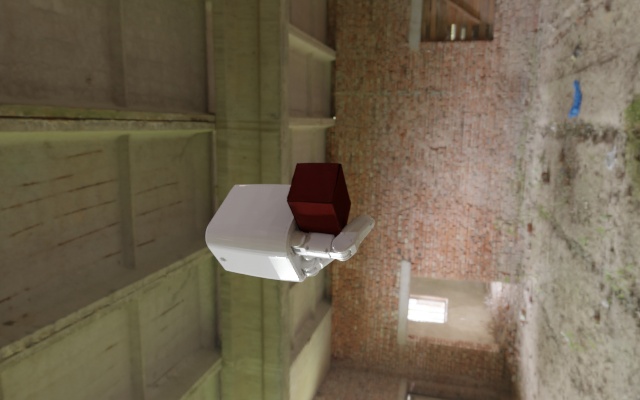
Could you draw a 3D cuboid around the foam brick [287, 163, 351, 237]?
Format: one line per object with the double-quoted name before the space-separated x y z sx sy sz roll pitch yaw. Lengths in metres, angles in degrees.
"foam brick" 0.000 0.001 0.529 0.051 0.053 0.078 4 -34 16
